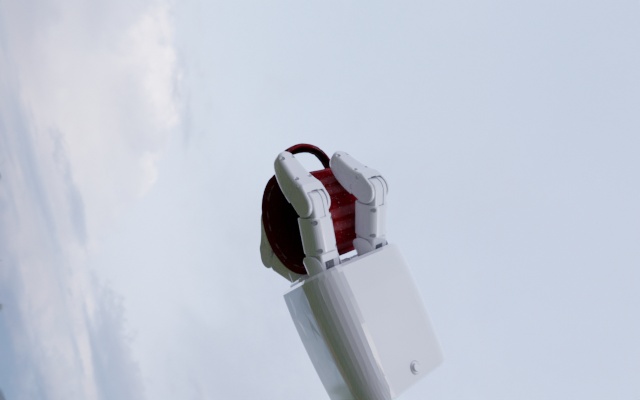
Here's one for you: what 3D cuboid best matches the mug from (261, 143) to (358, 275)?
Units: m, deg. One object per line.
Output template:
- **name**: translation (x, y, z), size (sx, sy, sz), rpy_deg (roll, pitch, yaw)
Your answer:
- **mug**: translation (0.000, 0.000, 0.444), size (0.081, 0.117, 0.093), rpy_deg (-15, -12, -38)
